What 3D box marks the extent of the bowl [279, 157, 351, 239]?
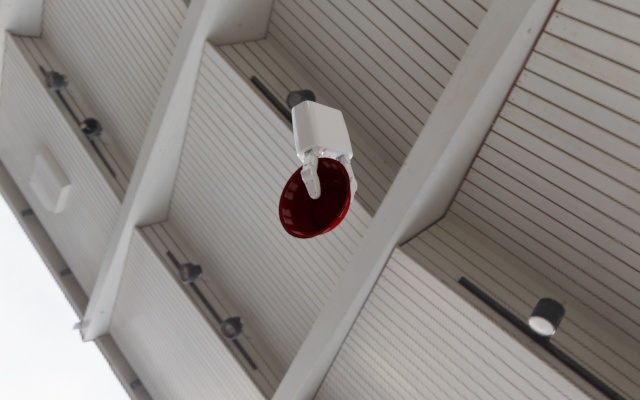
[{"bbox_3d":[0.000,0.004,0.892,0.162,0.162,0.055,0,-22,38],"label":"bowl"}]
